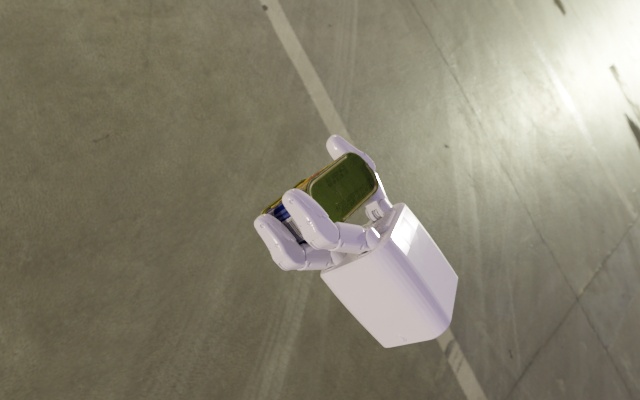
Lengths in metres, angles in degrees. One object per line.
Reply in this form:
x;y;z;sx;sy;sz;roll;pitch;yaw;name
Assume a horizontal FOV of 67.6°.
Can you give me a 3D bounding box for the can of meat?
0.000;0.001;0.487;0.084;0.057;0.102;-31;7;47;can of meat
